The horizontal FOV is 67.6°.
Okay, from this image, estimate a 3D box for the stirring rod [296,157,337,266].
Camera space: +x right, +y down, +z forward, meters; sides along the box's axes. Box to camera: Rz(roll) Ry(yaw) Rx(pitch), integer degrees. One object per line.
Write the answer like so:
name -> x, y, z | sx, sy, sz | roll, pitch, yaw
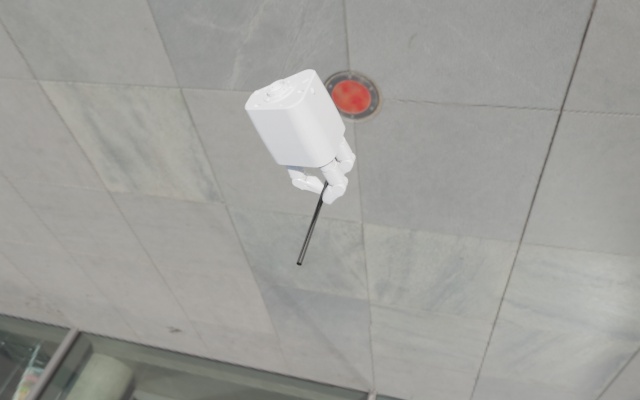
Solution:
stirring rod -> 0.000, 0.002, 0.748 | 0.011, 0.239, 0.011 | 11, -41, 10
